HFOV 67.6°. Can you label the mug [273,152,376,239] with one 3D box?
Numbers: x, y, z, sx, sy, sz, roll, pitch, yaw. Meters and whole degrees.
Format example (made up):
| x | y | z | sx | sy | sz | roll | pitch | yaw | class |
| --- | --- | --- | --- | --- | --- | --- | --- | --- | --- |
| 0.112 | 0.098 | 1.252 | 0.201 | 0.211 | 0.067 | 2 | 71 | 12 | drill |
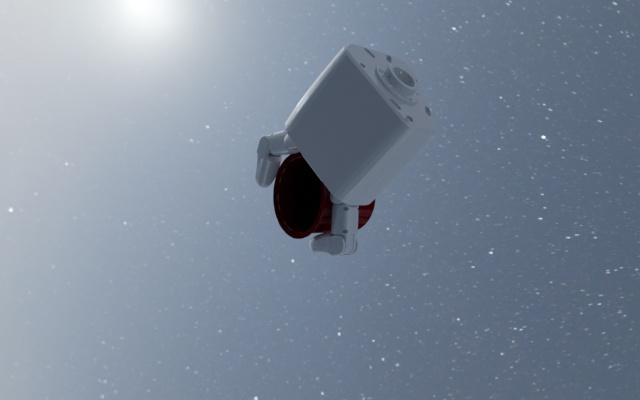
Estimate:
| x | y | z | sx | sy | sz | roll | pitch | yaw | class |
| --- | --- | --- | --- | --- | --- | --- | --- | --- | --- |
| 0.000 | 0.003 | 0.538 | 0.081 | 0.093 | 0.117 | 1 | -36 | -39 | mug |
